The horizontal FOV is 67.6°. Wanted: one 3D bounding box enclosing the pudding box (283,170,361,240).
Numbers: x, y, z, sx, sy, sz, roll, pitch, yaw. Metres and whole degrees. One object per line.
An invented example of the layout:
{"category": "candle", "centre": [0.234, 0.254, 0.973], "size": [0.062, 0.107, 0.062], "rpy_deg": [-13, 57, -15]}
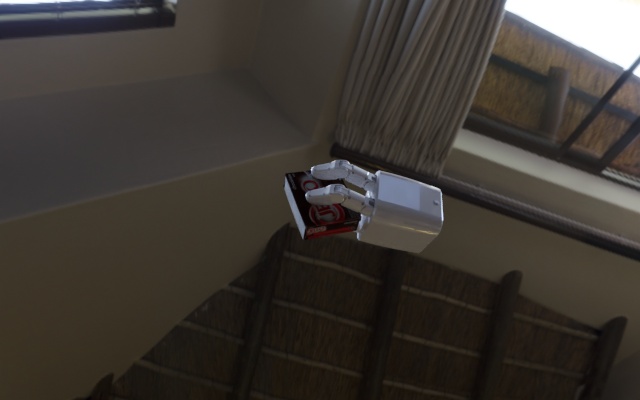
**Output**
{"category": "pudding box", "centre": [0.000, 0.003, 0.741], "size": [0.090, 0.113, 0.039], "rpy_deg": [-9, -40, -20]}
